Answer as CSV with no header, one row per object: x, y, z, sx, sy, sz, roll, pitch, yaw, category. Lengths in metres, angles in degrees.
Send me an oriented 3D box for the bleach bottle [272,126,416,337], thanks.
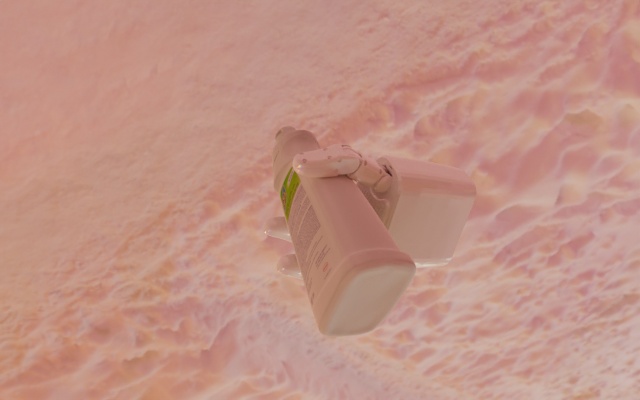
0.000,0.002,0.471,0.068,0.103,0.250,3,40,-26,bleach bottle
